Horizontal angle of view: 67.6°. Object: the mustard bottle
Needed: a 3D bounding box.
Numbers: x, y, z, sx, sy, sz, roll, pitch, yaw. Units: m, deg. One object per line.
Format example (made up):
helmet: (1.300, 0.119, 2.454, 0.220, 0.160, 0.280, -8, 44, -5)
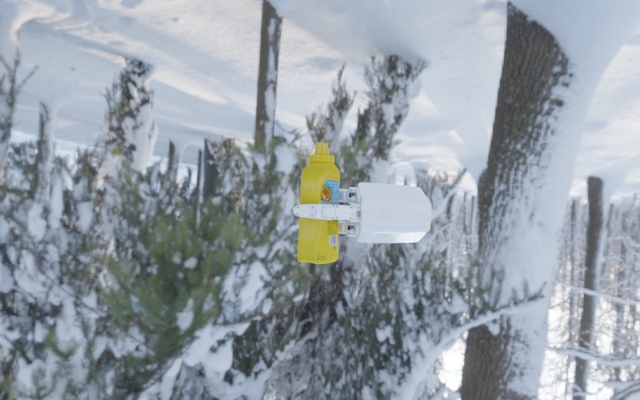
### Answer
mustard bottle: (0.000, 0.003, 0.773, 0.058, 0.191, 0.096, 2, 0, 25)
